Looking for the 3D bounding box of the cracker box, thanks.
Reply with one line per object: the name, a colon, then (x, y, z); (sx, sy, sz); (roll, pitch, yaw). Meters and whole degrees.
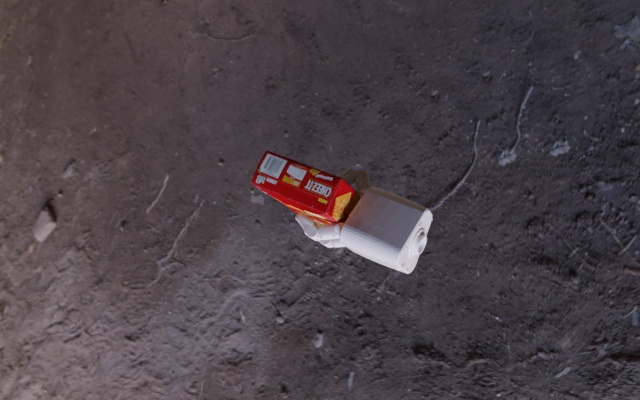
cracker box: (0.000, 0.003, 0.856); (0.164, 0.072, 0.214); (22, -9, 30)
